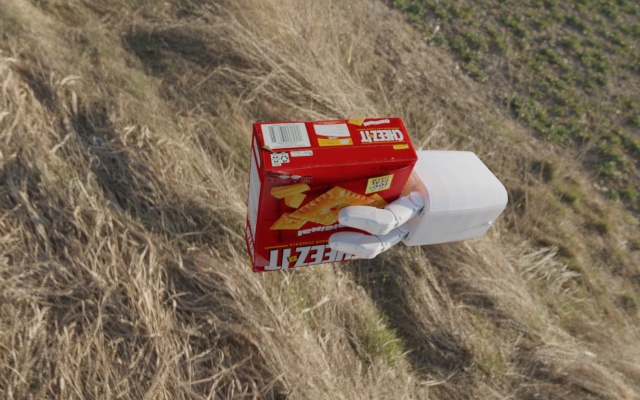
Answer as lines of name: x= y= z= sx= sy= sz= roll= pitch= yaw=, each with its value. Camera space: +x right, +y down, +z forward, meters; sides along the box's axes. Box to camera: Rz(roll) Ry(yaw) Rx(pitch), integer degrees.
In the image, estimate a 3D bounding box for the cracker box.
cracker box: x=0.000 y=0.002 z=0.564 sx=0.164 sy=0.072 sz=0.214 roll=-5 pitch=-35 yaw=-15
